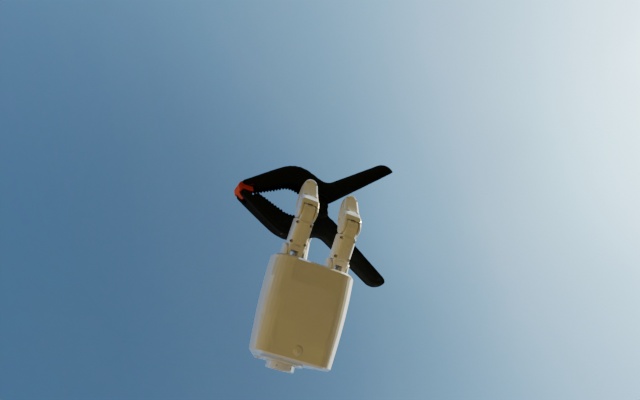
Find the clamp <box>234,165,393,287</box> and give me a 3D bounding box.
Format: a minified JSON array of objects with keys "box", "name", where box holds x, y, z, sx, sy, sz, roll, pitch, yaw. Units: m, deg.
[{"box":[-0.001,0.002,0.598,0.210,0.164,0.036,21,-24,-16],"name":"clamp"}]
